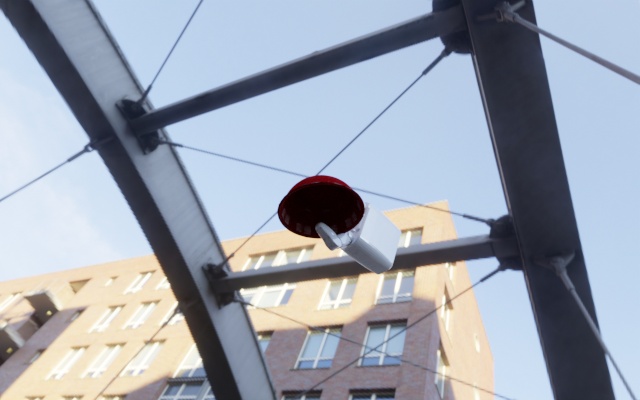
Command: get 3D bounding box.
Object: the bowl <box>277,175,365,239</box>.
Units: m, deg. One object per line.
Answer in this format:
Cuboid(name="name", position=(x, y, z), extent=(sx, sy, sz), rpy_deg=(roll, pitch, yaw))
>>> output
Cuboid(name="bowl", position=(-0.001, 0.002, 0.894), extent=(0.162, 0.055, 0.162), rpy_deg=(-2, -41, -2))
